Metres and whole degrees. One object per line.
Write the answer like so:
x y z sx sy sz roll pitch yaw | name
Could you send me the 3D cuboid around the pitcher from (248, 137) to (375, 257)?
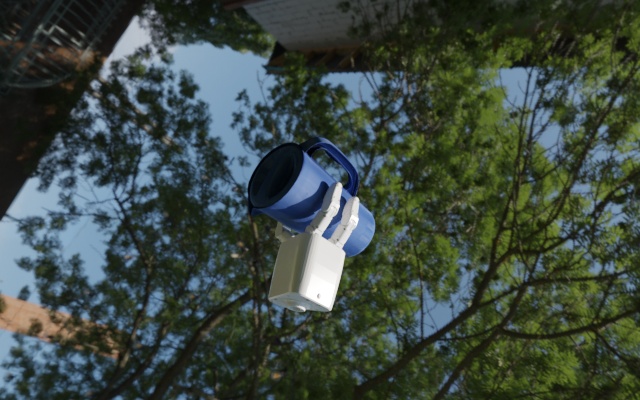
0.000 0.003 0.882 0.149 0.145 0.243 -12 -36 40 | pitcher
